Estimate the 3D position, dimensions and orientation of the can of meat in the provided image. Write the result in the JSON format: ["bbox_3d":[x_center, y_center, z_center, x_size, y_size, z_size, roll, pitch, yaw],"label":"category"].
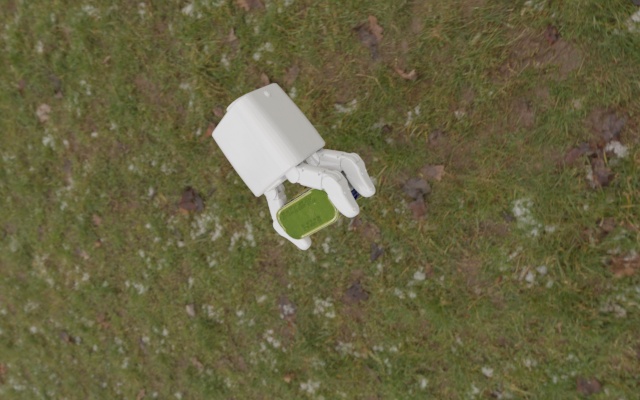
[{"bbox_3d":[0.000,0.002,0.641,0.102,0.057,0.084,-31,6,37],"label":"can of meat"}]
